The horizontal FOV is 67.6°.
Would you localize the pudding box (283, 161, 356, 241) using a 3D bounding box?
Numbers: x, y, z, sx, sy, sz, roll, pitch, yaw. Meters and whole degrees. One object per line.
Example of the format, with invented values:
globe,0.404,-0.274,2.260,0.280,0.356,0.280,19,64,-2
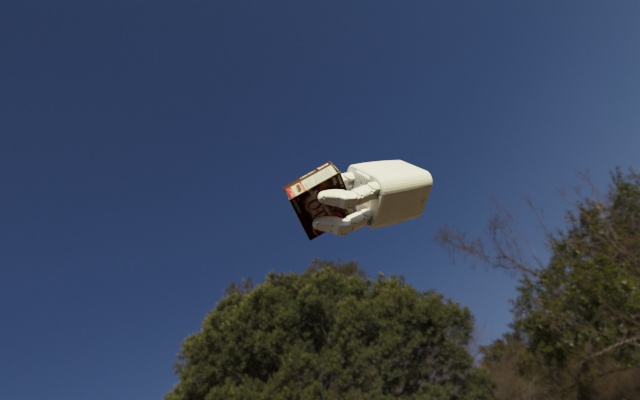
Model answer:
pudding box,0.000,0.002,0.769,0.090,0.114,0.039,-30,45,-5
